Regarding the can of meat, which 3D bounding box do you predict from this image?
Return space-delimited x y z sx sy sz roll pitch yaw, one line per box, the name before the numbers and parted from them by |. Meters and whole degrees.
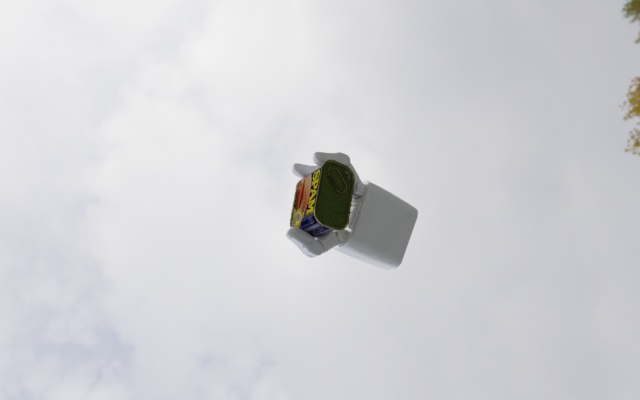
can of meat | 0.000 0.002 0.705 0.057 0.102 0.084 21 -26 -25
